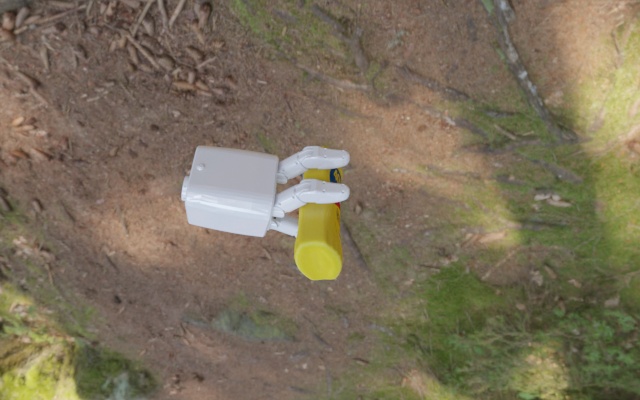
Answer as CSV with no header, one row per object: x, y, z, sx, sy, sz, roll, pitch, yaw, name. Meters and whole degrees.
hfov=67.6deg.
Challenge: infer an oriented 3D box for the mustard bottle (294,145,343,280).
0.000,0.002,0.637,0.058,0.191,0.096,-5,-37,9,mustard bottle
